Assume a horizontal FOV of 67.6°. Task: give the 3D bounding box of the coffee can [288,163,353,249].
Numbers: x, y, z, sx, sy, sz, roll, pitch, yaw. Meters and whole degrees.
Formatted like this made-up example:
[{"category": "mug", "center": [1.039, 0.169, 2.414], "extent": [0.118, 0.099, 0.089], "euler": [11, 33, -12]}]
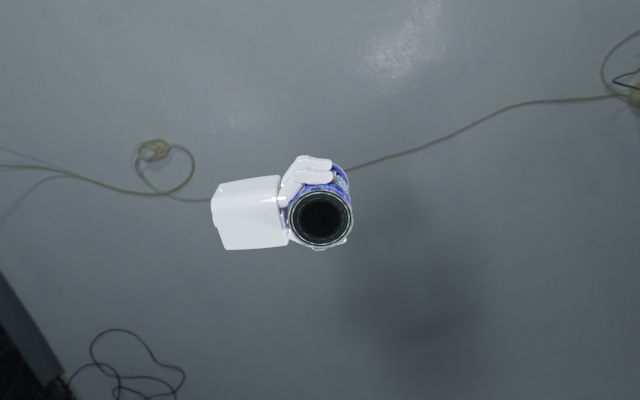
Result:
[{"category": "coffee can", "center": [0.000, 0.003, 0.802], "extent": [0.103, 0.103, 0.140], "euler": [0, 23, 0]}]
